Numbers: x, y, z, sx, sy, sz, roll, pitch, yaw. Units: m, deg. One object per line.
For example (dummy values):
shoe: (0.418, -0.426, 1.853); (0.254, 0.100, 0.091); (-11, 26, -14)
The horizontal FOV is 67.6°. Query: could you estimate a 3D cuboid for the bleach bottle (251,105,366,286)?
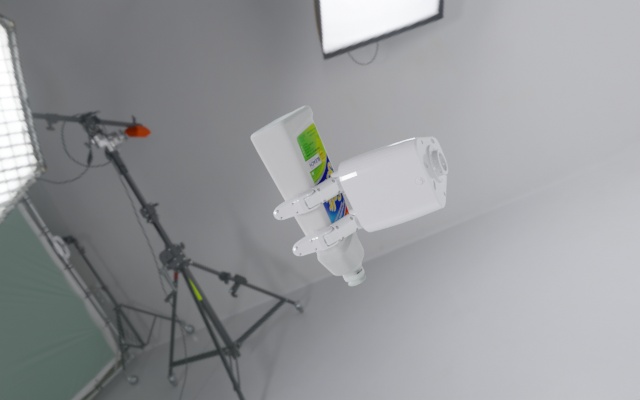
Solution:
bleach bottle: (0.000, 0.002, 0.659); (0.068, 0.251, 0.102); (-19, 16, 30)
